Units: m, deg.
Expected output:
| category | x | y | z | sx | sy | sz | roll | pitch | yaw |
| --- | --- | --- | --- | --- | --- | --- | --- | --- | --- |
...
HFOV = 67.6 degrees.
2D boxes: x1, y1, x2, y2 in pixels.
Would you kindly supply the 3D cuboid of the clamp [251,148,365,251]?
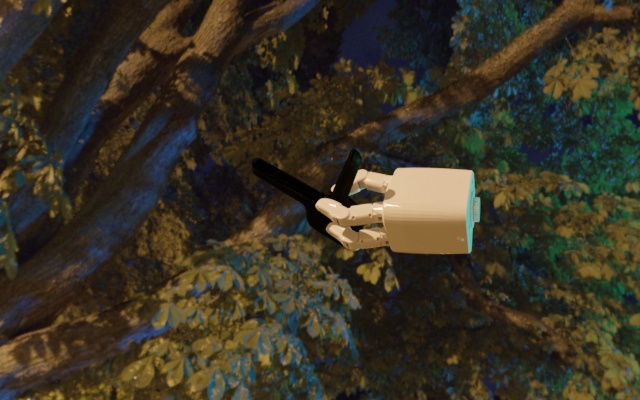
| category | x | y | z | sx | sy | sz | roll | pitch | yaw |
| --- | --- | --- | --- | --- | --- | --- | --- | --- | --- |
| clamp | 0.001 | 0.002 | 0.701 | 0.164 | 0.036 | 0.210 | 3 | -38 | 23 |
